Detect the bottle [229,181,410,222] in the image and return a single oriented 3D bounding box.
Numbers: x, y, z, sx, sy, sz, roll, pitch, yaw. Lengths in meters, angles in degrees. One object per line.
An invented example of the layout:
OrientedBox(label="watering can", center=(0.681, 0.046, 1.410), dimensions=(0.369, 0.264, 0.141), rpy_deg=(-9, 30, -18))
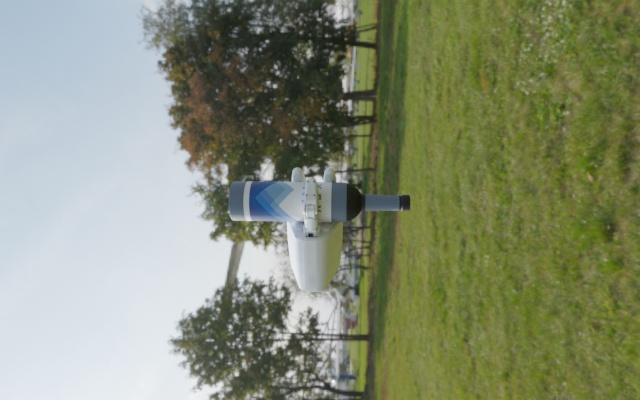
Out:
OrientedBox(label="bottle", center=(0.000, 0.003, 0.797), dimensions=(0.296, 0.069, 0.069), rpy_deg=(1, 0, 3))
